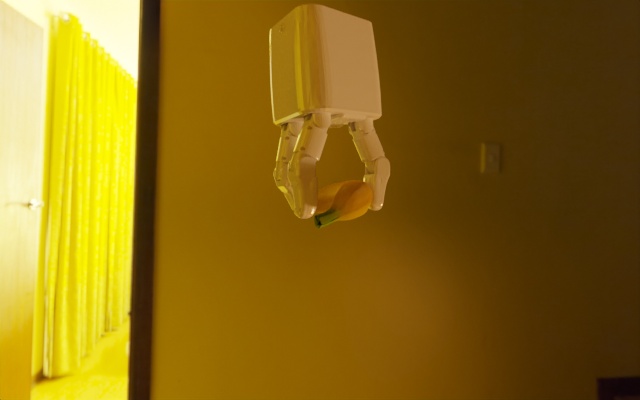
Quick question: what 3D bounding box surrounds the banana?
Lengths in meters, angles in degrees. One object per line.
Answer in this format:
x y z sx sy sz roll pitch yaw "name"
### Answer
0.019 -0.001 0.529 0.069 0.037 0.198 -10 3 -4 "banana"
